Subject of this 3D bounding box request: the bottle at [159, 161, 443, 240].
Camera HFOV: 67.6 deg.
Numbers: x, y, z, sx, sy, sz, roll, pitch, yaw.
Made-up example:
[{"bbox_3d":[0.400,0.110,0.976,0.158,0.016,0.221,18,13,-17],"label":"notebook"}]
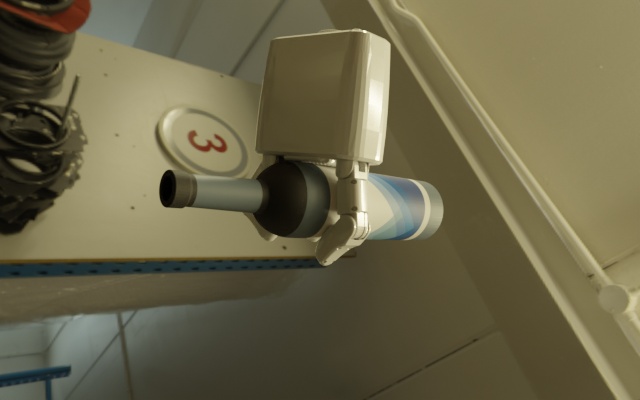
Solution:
[{"bbox_3d":[0.000,0.002,0.437,0.296,0.069,0.069,5,-4,-42],"label":"bottle"}]
